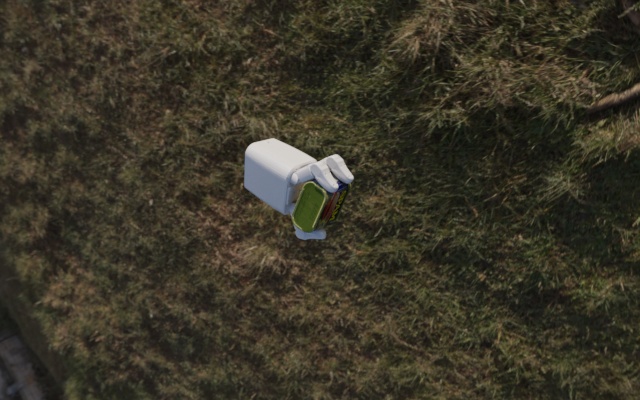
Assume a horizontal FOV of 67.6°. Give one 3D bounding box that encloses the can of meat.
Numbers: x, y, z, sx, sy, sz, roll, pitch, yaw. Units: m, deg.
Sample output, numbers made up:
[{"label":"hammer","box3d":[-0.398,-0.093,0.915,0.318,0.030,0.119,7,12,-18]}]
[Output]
[{"label":"can of meat","box3d":[0.000,0.003,0.867,0.057,0.102,0.084,34,31,20]}]
